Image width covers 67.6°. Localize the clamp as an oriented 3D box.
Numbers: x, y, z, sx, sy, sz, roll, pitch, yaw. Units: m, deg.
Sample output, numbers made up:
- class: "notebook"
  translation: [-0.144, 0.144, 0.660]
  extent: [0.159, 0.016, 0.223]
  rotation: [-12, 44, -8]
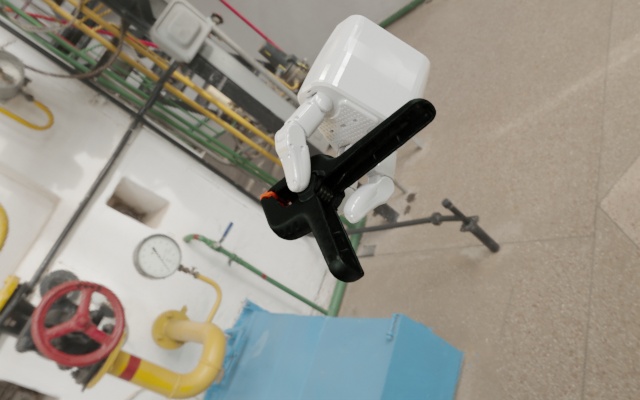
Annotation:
- class: "clamp"
  translation: [-0.001, 0.001, 0.432]
  extent: [0.036, 0.164, 0.210]
  rotation: [39, -30, -25]
